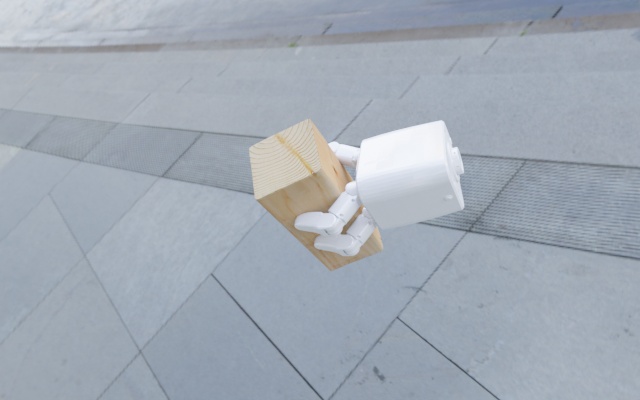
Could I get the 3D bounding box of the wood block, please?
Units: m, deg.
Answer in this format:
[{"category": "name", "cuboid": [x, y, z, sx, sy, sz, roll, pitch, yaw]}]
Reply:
[{"category": "wood block", "cuboid": [0.000, 0.002, 0.640, 0.090, 0.090, 0.206, -24, -40, 14]}]
